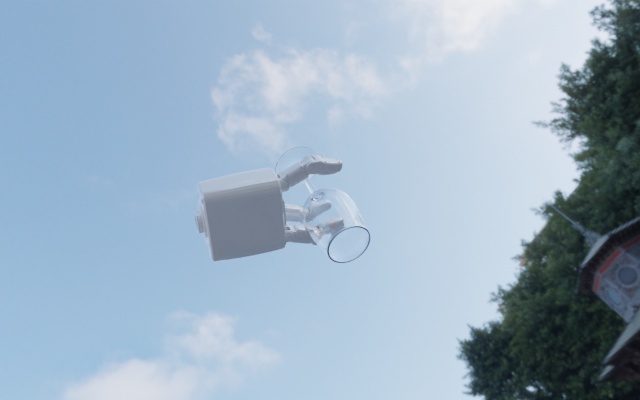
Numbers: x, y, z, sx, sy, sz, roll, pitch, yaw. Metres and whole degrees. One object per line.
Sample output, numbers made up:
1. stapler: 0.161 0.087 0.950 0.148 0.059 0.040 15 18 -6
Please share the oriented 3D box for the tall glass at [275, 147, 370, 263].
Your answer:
1. tall glass: 0.000 0.002 0.691 0.079 0.079 0.201 0 34 -27
